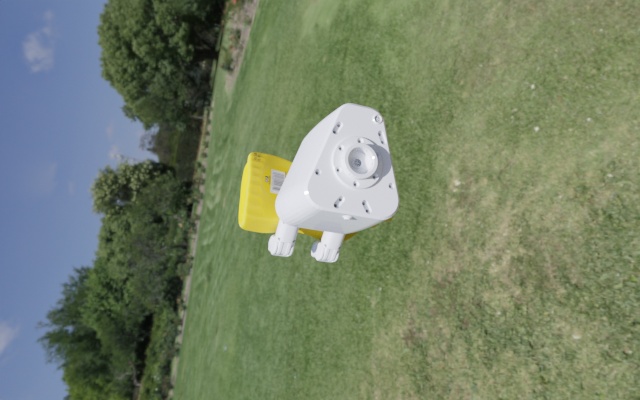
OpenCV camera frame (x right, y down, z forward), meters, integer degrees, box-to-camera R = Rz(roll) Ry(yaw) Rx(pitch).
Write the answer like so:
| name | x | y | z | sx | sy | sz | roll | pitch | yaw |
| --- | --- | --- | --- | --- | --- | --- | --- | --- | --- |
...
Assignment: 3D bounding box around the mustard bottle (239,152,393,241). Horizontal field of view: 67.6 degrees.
| name | x | y | z | sx | sy | sz | roll | pitch | yaw |
| --- | --- | --- | --- | --- | --- | --- | --- | --- | --- |
| mustard bottle | 0.000 | 0.002 | 0.586 | 0.191 | 0.096 | 0.058 | 10 | -36 | -16 |
